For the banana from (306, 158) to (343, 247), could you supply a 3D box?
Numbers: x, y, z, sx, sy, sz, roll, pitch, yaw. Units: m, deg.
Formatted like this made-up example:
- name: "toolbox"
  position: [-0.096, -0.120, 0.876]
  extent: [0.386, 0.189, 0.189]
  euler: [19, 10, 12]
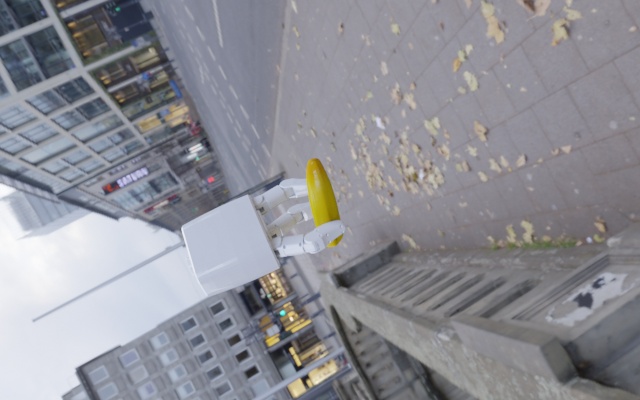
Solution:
- name: "banana"
  position: [0.006, 0.019, 0.679]
  extent: [0.037, 0.069, 0.198]
  euler: [-19, -29, -3]
